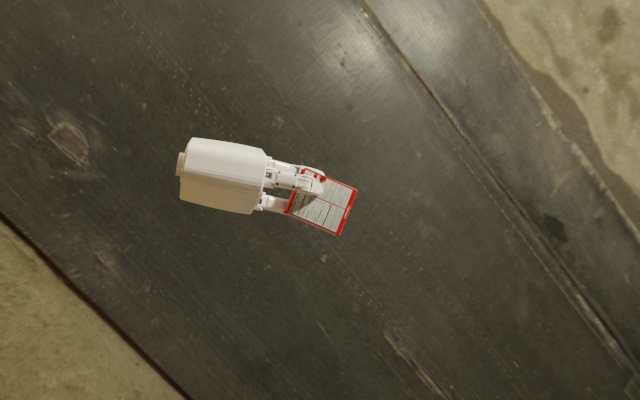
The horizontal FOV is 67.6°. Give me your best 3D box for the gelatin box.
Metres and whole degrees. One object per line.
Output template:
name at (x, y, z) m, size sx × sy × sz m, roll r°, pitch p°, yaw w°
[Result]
gelatin box at (0.001, 0.002, 0.708) m, size 0.089 × 0.073 × 0.030 m, roll 23°, pitch -10°, yaw -7°
